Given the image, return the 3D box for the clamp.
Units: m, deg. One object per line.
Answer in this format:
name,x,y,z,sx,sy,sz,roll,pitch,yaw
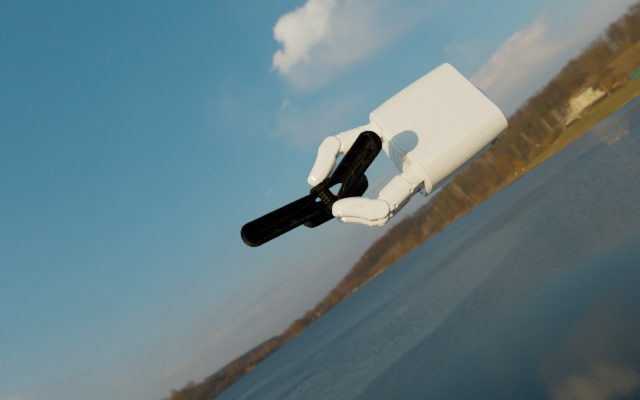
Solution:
clamp,0.000,0.001,0.539,0.164,0.036,0.210,-36,-11,1
